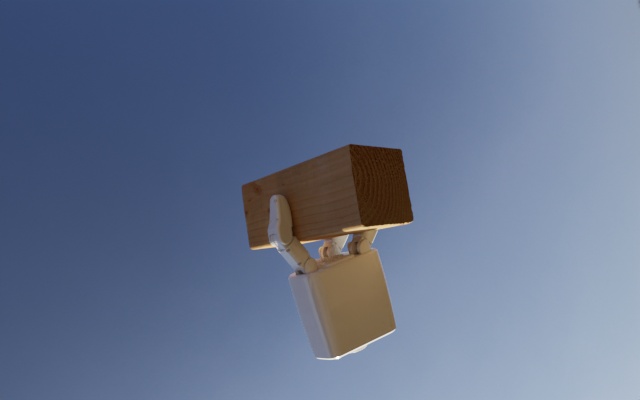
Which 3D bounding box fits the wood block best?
[{"bbox_3d":[0.000,0.002,0.592,0.091,0.090,0.206,-2,-10,-43],"label":"wood block"}]
